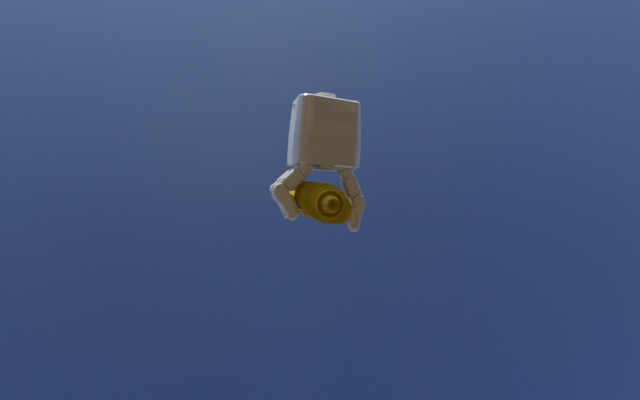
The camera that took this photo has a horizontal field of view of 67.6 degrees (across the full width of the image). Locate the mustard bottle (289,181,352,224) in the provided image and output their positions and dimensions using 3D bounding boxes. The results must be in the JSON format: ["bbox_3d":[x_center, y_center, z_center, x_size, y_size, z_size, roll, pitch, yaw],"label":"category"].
[{"bbox_3d":[0.000,0.003,0.757,0.096,0.058,0.191,29,-4,-11],"label":"mustard bottle"}]
